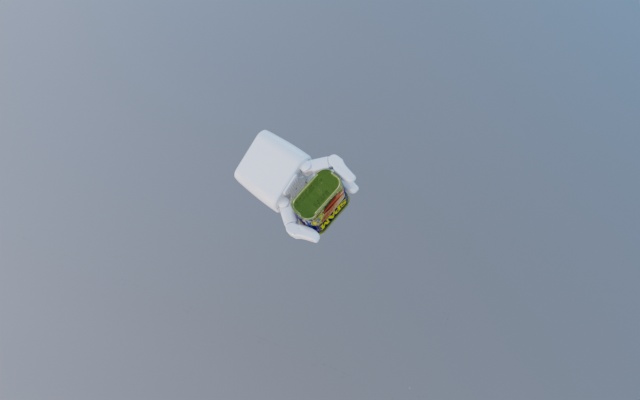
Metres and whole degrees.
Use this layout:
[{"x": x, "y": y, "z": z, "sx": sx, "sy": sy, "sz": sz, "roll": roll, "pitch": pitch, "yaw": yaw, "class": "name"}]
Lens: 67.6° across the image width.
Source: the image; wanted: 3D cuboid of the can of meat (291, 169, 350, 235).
[{"x": 0.000, "y": 0.003, "z": 0.838, "sx": 0.057, "sy": 0.102, "sz": 0.084, "roll": 38, "pitch": -10, "yaw": 22, "class": "can of meat"}]
